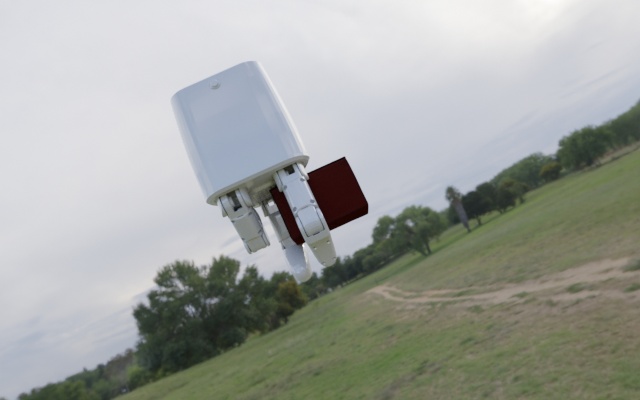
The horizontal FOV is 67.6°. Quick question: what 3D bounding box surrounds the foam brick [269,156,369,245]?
[{"bbox_3d":[0.000,0.001,0.448,0.078,0.051,0.053,-24,-12,-2],"label":"foam brick"}]
